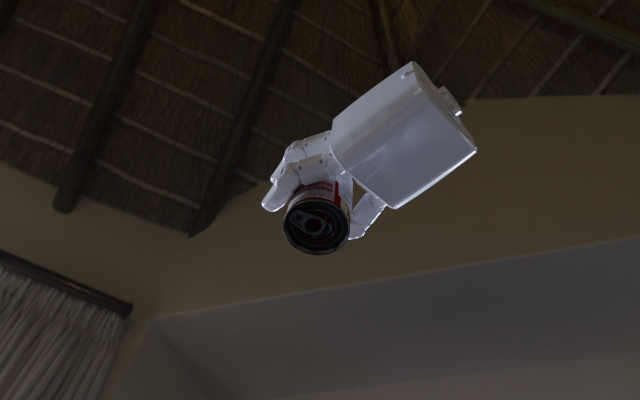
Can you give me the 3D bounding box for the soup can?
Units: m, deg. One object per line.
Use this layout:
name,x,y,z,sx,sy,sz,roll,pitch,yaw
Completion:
soup can,0.000,0.002,0.520,0.068,0.068,0.102,0,32,6
